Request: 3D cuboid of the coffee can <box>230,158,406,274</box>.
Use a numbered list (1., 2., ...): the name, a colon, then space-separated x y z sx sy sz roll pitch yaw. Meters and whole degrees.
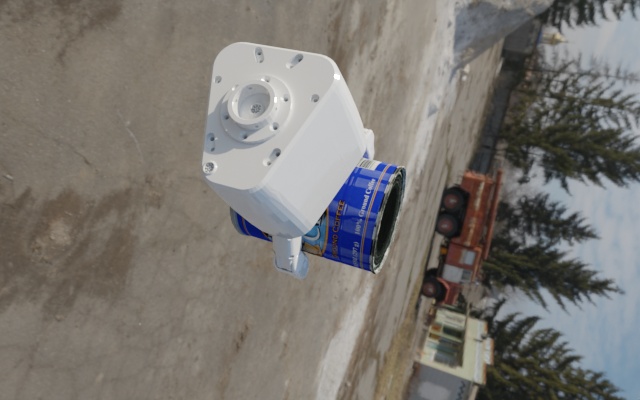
1. coffee can: 0.000 0.002 0.458 0.140 0.103 0.103 15 4 18
